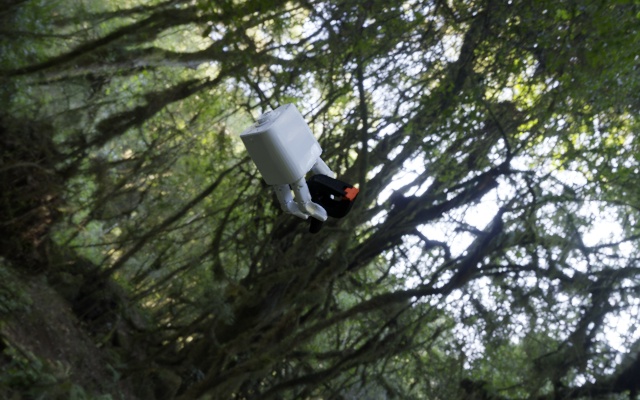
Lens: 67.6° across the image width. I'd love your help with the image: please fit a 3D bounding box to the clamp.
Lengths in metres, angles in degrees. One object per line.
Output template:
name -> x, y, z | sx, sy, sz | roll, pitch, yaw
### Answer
clamp -> 0.001, 0.002, 0.893 | 0.210, 0.165, 0.036 | 1, 42, 51
